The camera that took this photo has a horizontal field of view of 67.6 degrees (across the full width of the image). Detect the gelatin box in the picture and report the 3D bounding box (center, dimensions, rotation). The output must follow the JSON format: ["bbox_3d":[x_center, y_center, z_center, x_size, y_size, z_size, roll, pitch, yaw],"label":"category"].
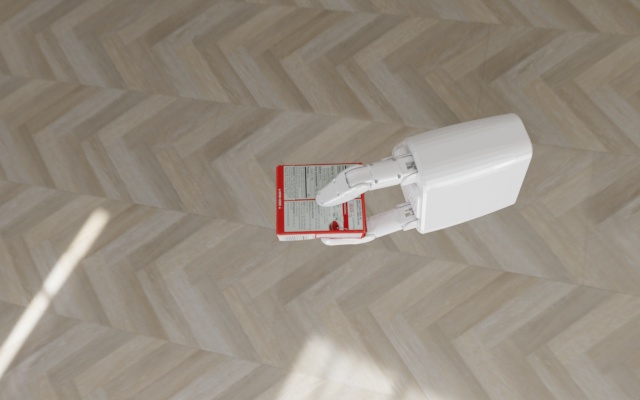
[{"bbox_3d":[0.000,0.001,0.479,0.089,0.073,0.030,-2,-17,-1],"label":"gelatin box"}]
